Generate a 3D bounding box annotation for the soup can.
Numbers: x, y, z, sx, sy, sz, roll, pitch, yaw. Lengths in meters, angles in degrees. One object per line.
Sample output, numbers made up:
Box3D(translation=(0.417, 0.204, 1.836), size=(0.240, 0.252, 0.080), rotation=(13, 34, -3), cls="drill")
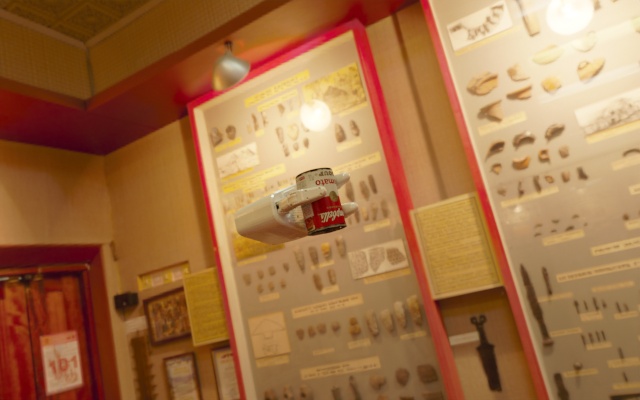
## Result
Box3D(translation=(0.000, 0.002, 0.807), size=(0.068, 0.102, 0.068), rotation=(-13, -11, -3), cls="soup can")
